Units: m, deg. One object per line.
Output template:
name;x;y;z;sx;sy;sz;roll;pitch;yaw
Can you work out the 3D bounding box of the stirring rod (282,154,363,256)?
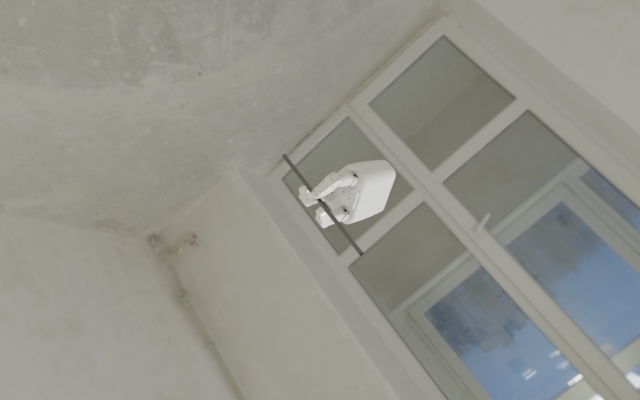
stirring rod;0.000;0.003;0.843;0.011;0.239;0.011;-31;-24;-16
